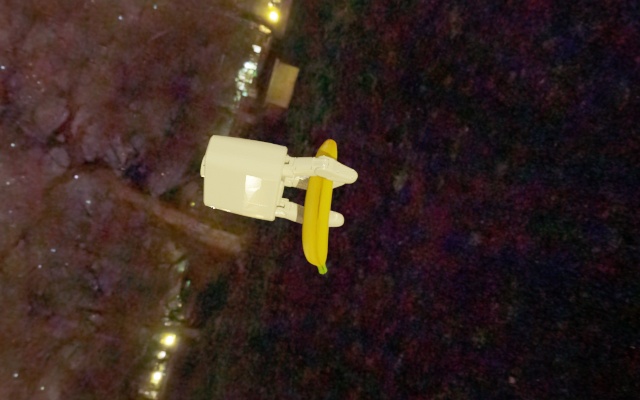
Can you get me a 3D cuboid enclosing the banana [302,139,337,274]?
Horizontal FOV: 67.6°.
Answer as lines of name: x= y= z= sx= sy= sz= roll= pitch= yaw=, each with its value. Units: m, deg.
banana: x=-0.002 y=0.003 z=0.672 sx=0.037 sy=0.198 sz=0.069 roll=5 pitch=-7 yaw=6
